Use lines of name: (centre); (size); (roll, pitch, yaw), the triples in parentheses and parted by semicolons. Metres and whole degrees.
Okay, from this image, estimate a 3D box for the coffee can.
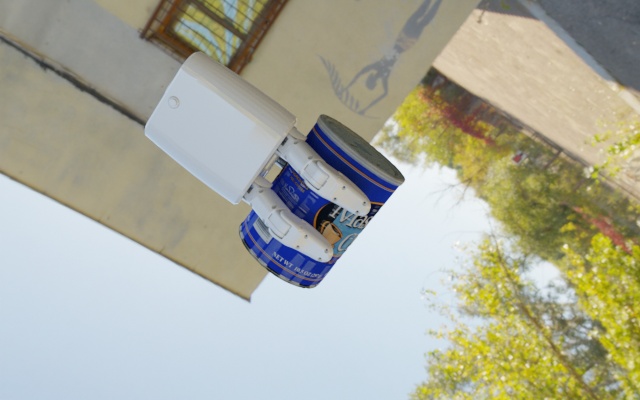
coffee can: (0.000, 0.002, 0.475); (0.103, 0.140, 0.102); (35, 16, -11)
